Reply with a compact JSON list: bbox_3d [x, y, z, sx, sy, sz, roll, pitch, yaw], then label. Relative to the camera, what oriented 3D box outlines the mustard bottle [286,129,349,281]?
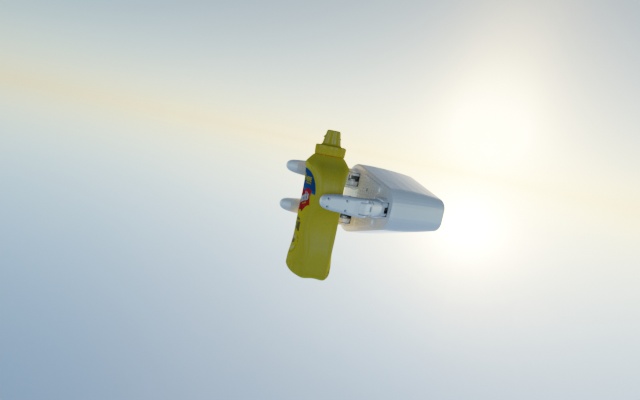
[{"bbox_3d":[0.000,0.002,0.634,0.058,0.191,0.096,10,7,-11],"label":"mustard bottle"}]
